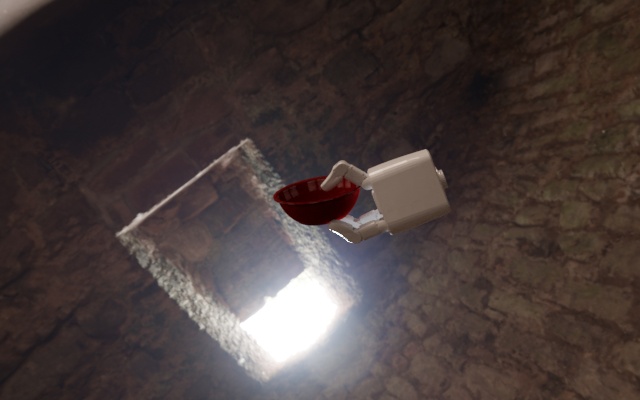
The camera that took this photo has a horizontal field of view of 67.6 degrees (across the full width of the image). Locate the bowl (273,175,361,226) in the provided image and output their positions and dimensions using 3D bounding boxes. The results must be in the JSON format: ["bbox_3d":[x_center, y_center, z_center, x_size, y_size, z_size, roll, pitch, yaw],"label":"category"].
[{"bbox_3d":[-0.001,0.003,0.844,0.162,0.055,0.162,-9,17,3],"label":"bowl"}]
